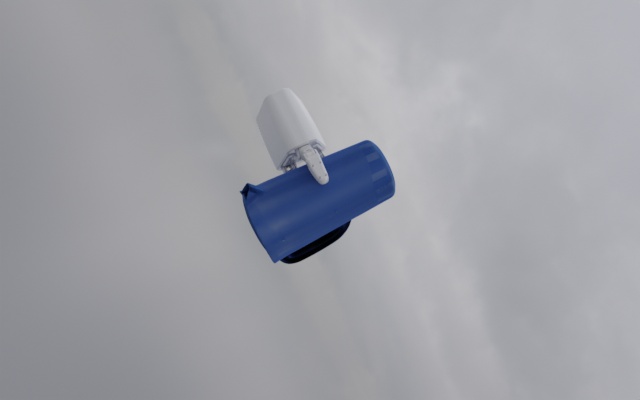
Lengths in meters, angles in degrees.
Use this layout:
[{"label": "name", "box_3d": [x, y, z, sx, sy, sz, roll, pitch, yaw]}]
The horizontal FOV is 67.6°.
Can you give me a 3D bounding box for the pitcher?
[{"label": "pitcher", "box_3d": [0.000, 0.002, 0.806, 0.243, 0.145, 0.149, -26, -8, -5]}]
